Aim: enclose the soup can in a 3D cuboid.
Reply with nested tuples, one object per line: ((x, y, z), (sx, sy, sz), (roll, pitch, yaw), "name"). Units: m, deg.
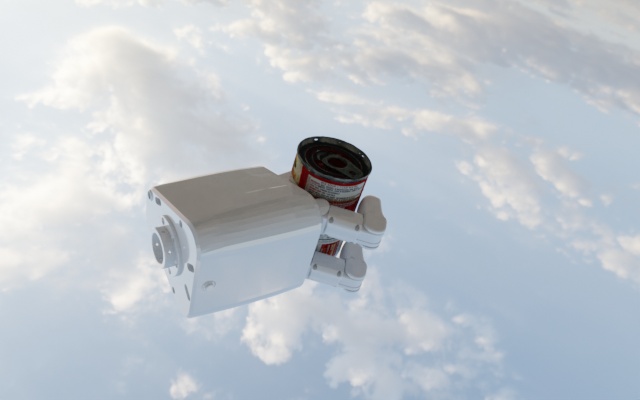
((0.000, 0.002, 0.443), (0.068, 0.102, 0.068), (12, 35, -9), "soup can")
